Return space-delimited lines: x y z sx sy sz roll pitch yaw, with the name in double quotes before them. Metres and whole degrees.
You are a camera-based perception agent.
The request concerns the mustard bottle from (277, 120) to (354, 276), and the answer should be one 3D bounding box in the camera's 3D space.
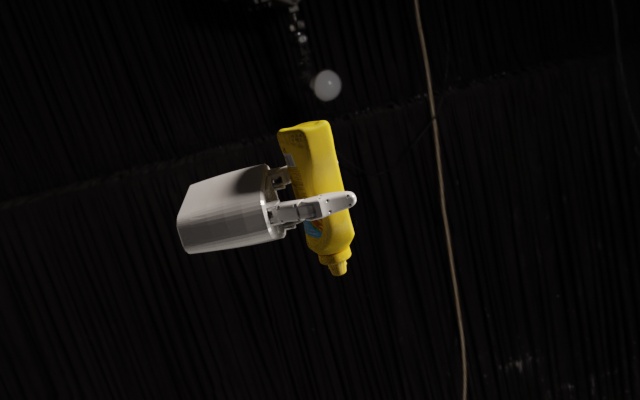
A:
"mustard bottle" 0.000 0.002 0.583 0.058 0.192 0.096 -19 13 -19
